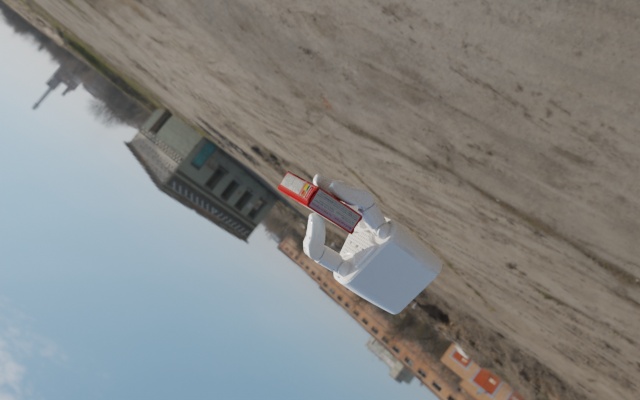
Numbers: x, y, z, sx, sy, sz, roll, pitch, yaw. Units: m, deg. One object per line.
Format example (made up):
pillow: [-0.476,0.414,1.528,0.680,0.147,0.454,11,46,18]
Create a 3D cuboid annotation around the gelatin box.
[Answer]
gelatin box: [0.000,0.002,0.604,0.089,0.030,0.073,32,-1,-39]
